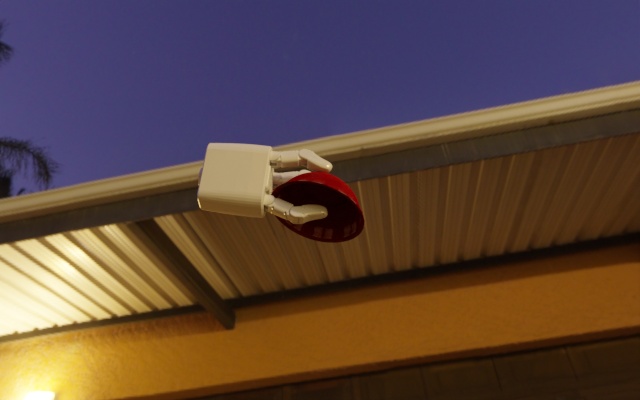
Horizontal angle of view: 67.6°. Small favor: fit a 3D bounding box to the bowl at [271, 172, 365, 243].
[{"bbox_3d":[0.001,0.003,0.798,0.162,0.055,0.162,12,-37,10],"label":"bowl"}]
